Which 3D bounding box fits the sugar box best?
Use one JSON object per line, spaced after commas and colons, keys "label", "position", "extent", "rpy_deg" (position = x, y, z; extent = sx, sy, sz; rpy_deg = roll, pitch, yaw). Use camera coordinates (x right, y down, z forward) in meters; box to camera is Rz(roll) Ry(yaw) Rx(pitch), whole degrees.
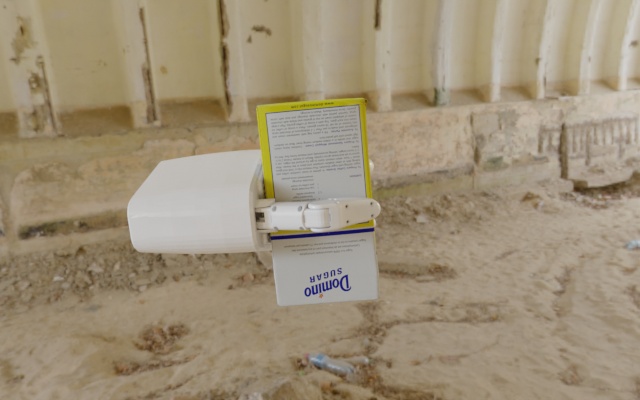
{"label": "sugar box", "position": [0.000, 0.001, 0.424], "extent": [0.093, 0.176, 0.048], "rpy_deg": [-4, 11, 2]}
